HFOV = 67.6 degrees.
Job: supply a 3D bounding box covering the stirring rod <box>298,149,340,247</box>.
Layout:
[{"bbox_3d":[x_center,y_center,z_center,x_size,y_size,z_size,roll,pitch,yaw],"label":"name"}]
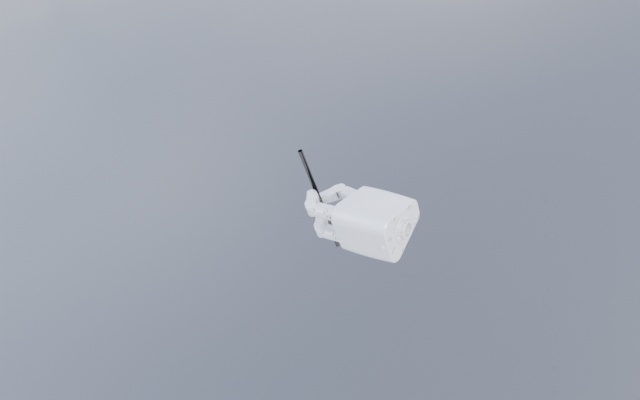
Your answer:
[{"bbox_3d":[0.000,0.003,0.890,0.011,0.240,0.011,-13,39,11],"label":"stirring rod"}]
